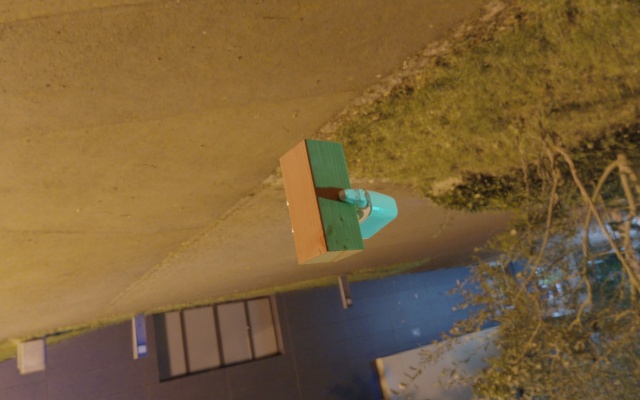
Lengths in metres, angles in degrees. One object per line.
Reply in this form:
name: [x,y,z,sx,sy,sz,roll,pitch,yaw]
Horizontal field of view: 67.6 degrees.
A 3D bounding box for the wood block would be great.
wood block: [0.001,0.003,0.871,0.090,0.206,0.091,1,-21,-39]
